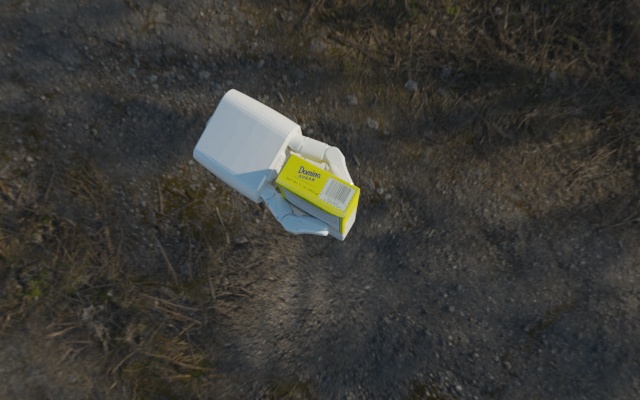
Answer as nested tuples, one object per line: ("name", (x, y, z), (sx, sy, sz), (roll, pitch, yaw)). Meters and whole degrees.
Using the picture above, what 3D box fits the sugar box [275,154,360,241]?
("sugar box", (0.000, 0.001, 0.624), (0.093, 0.048, 0.176), (29, -8, 7))
